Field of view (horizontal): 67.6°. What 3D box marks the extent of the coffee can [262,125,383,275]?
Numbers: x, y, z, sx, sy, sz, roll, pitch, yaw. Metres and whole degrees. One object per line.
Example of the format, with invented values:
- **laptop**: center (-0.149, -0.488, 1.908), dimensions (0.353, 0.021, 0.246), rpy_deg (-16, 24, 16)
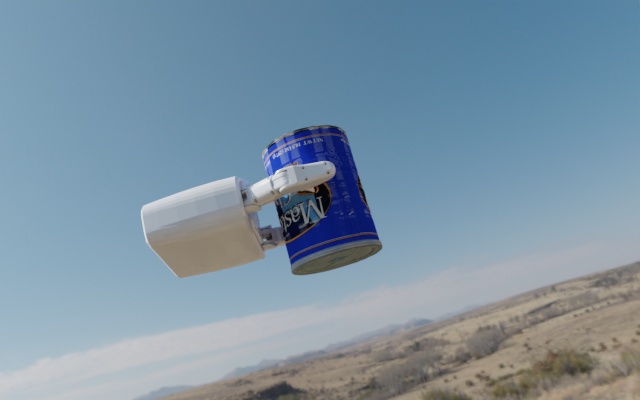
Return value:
- **coffee can**: center (0.000, 0.002, 0.537), dimensions (0.103, 0.140, 0.103), rpy_deg (-15, -17, -5)
